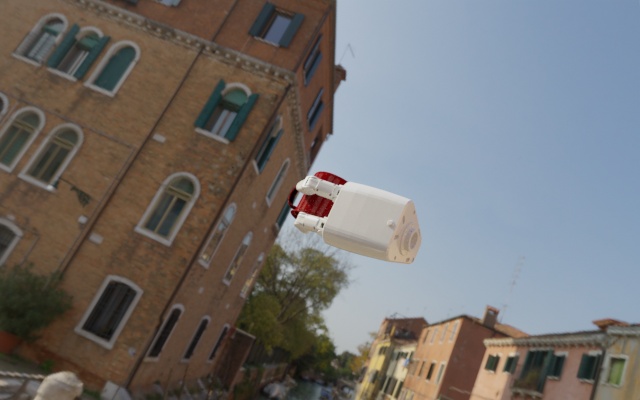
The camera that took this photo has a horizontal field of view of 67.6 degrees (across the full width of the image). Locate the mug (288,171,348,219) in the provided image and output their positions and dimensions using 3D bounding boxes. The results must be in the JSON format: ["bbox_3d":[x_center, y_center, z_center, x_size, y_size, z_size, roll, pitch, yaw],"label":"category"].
[{"bbox_3d":[-0.001,0.002,0.792,0.117,0.081,0.093,18,-18,31],"label":"mug"}]
